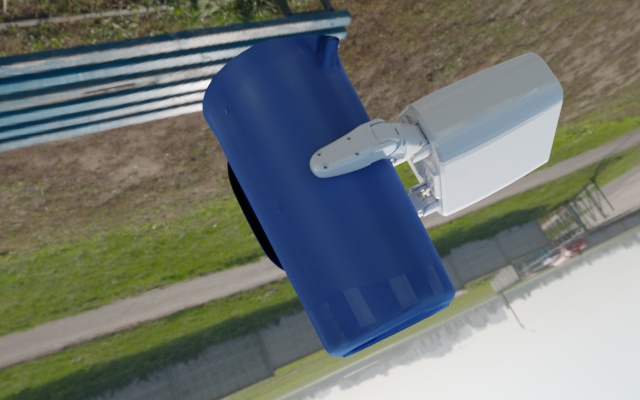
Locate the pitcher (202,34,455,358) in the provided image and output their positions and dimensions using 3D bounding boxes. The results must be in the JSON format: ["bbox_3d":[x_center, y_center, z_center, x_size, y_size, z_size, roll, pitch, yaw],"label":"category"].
[{"bbox_3d":[0.000,0.001,0.403,0.145,0.242,0.149,-26,-19,-2],"label":"pitcher"}]
